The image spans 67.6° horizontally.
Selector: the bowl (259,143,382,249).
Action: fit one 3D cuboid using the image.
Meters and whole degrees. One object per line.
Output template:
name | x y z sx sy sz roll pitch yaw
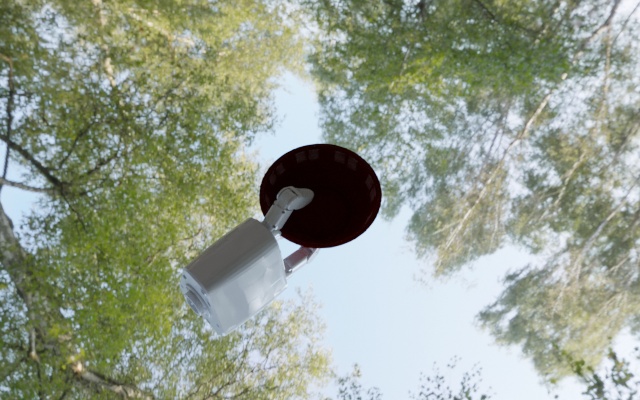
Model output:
bowl | 0.001 0.002 0.650 0.162 0.162 0.055 0 -30 1
